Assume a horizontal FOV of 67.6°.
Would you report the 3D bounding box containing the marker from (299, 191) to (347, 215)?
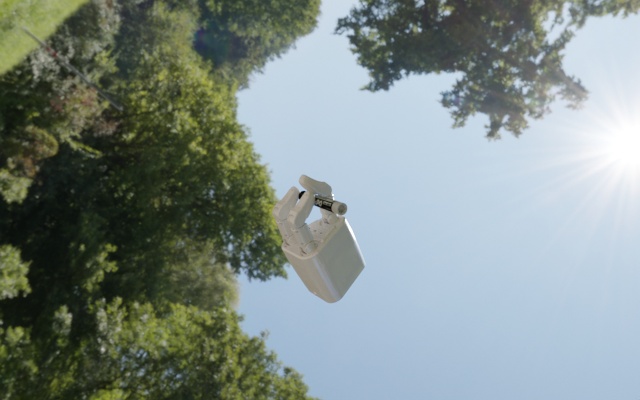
[{"bbox_3d":[0.000,0.002,0.743,0.020,0.020,0.121,0,10,-33],"label":"marker"}]
